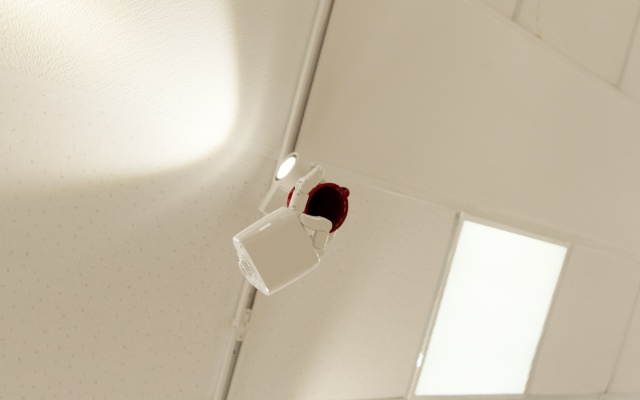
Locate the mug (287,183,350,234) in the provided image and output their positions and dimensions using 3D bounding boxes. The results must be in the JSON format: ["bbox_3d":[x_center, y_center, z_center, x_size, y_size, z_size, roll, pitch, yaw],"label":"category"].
[{"bbox_3d":[0.001,0.002,0.881,0.117,0.093,0.081,-31,24,-25],"label":"mug"}]
